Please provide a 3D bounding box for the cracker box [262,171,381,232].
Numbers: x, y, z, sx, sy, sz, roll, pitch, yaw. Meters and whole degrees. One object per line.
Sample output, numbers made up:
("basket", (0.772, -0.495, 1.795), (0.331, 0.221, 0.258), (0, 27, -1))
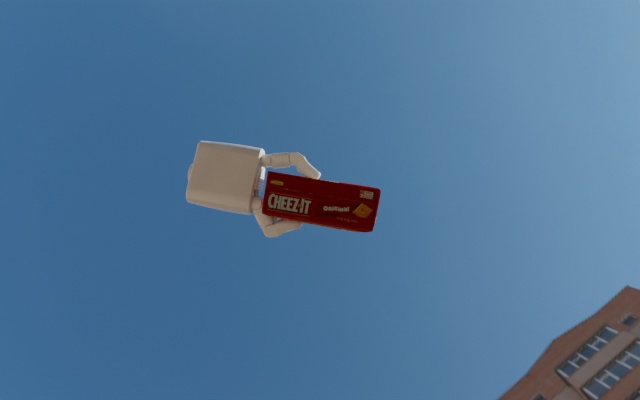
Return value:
("cracker box", (0.000, 0.002, 0.776), (0.164, 0.072, 0.213), (9, 1, 0))
